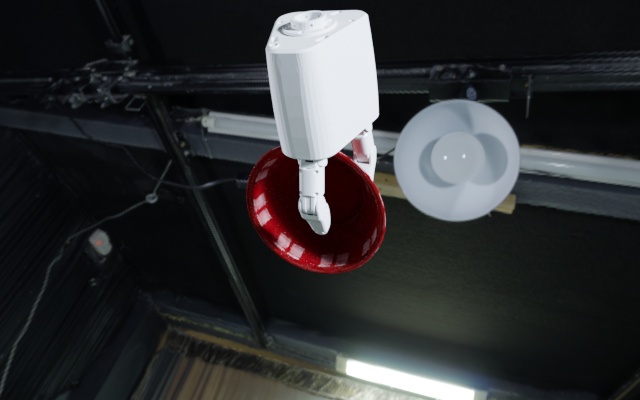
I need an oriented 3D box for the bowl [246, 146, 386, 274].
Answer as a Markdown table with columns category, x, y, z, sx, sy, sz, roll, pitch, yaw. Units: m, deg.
| category | x | y | z | sx | sy | sz | roll | pitch | yaw |
| --- | --- | --- | --- | --- | --- | --- | --- | --- | --- |
| bowl | 0.000 | 0.003 | 0.540 | 0.162 | 0.162 | 0.055 | 0 | 26 | 22 |
